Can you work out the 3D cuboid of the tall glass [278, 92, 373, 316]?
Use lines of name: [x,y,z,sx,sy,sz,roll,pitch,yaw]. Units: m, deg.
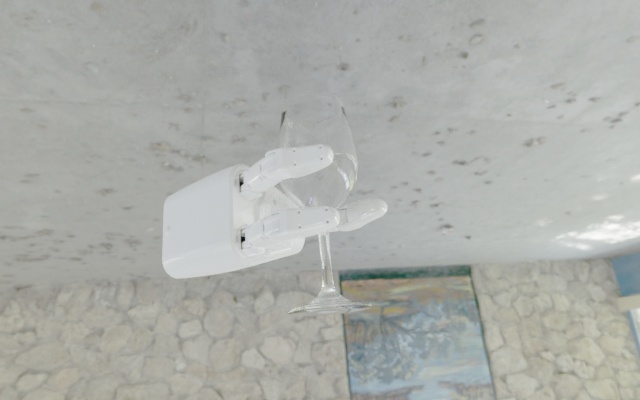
tall glass: [0.000,0.002,0.446,0.079,0.201,0.079,-4,-18,-1]
